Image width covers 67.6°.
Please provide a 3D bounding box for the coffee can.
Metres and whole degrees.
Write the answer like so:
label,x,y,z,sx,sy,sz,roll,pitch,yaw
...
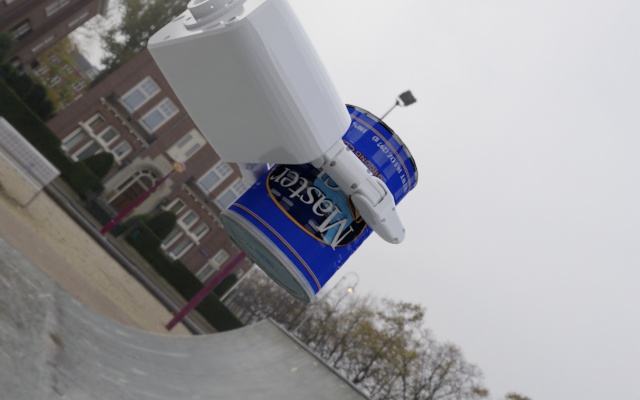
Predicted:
label,x,y,z,sx,sy,sz,roll,pitch,yaw
coffee can,0.000,0.002,0.408,0.140,0.103,0.103,-45,17,-18
